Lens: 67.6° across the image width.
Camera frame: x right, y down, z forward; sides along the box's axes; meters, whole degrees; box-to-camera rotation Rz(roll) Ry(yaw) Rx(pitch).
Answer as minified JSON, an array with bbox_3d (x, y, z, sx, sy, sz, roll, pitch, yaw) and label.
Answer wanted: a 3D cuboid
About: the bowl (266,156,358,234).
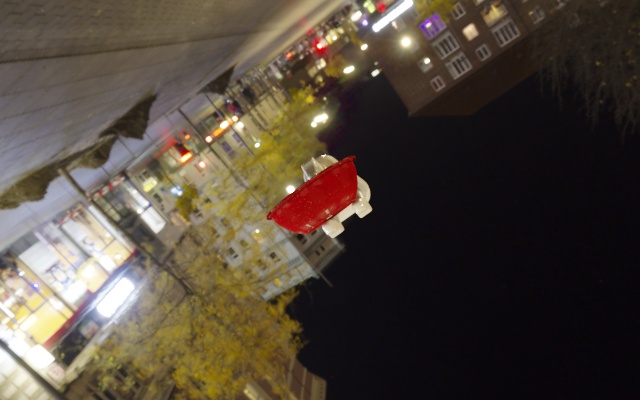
[{"bbox_3d":[0.000,0.003,0.709,0.162,0.055,0.162,-35,-6,-4],"label":"bowl"}]
